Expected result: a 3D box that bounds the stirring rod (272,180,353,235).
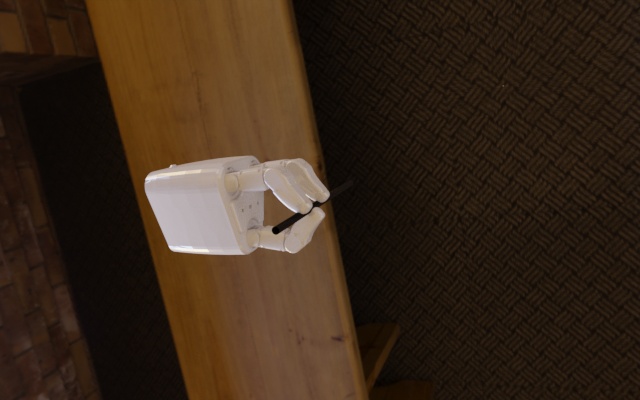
[{"bbox_3d":[0.000,0.002,0.553,0.011,0.011,0.239,0,13,21],"label":"stirring rod"}]
